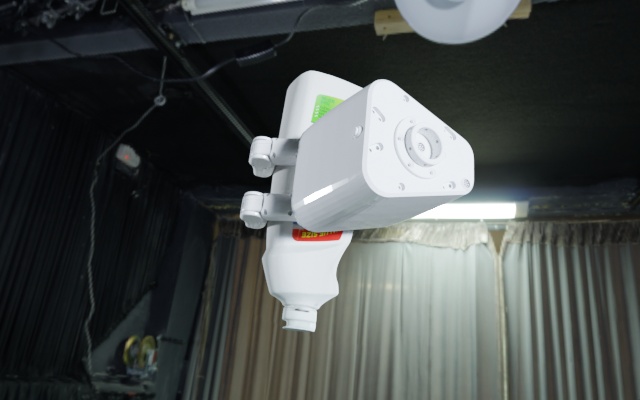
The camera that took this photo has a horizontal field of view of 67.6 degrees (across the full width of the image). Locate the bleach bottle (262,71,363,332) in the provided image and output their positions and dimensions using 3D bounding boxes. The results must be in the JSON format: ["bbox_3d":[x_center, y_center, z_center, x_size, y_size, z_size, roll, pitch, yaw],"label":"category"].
[{"bbox_3d":[0.000,0.001,0.475,0.102,0.250,0.068,16,-22,-26],"label":"bleach bottle"}]
